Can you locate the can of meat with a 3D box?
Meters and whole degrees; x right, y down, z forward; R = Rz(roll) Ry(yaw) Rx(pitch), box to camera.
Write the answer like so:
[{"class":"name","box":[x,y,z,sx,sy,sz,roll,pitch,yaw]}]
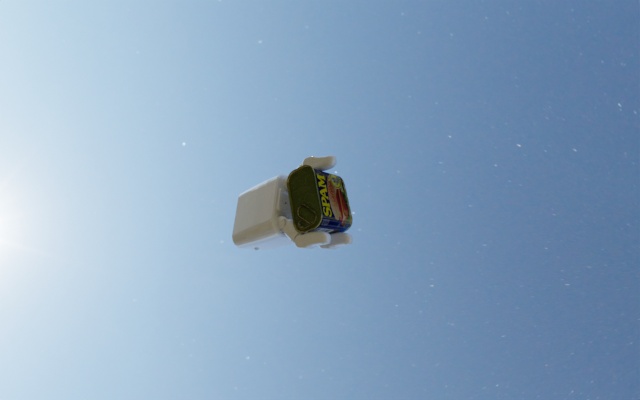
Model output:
[{"class":"can of meat","box":[0.000,0.002,0.753,0.057,0.102,0.084,-23,-22,35]}]
